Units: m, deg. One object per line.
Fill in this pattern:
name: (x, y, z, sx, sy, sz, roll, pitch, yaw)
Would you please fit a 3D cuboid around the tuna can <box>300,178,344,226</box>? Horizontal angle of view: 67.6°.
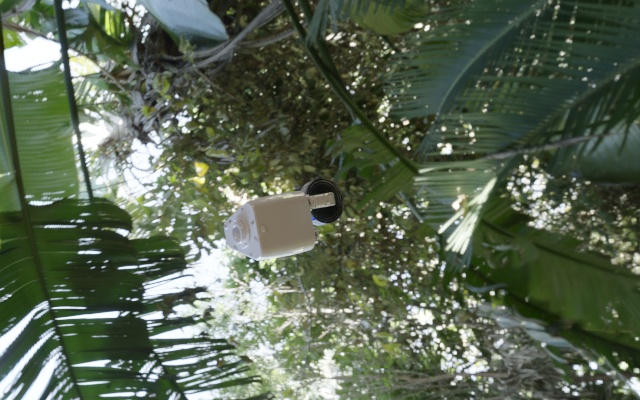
tuna can: (0.000, 0.003, 0.883, 0.086, 0.086, 0.034, 0, -11, -36)
